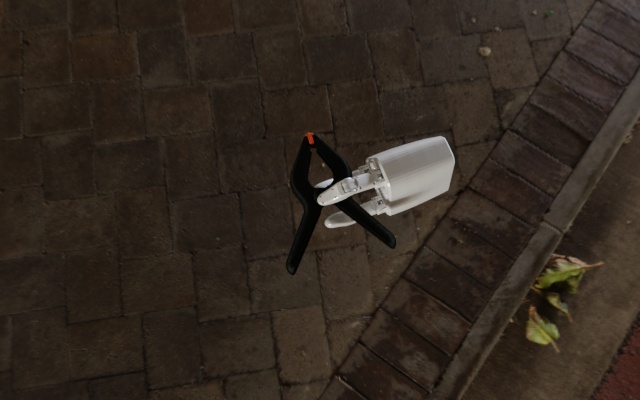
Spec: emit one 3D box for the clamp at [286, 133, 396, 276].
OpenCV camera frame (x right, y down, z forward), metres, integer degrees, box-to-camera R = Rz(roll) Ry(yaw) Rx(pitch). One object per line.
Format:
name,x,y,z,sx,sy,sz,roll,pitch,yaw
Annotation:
clamp,0.000,0.002,0.714,0.164,0.210,0.036,-21,-12,-3
